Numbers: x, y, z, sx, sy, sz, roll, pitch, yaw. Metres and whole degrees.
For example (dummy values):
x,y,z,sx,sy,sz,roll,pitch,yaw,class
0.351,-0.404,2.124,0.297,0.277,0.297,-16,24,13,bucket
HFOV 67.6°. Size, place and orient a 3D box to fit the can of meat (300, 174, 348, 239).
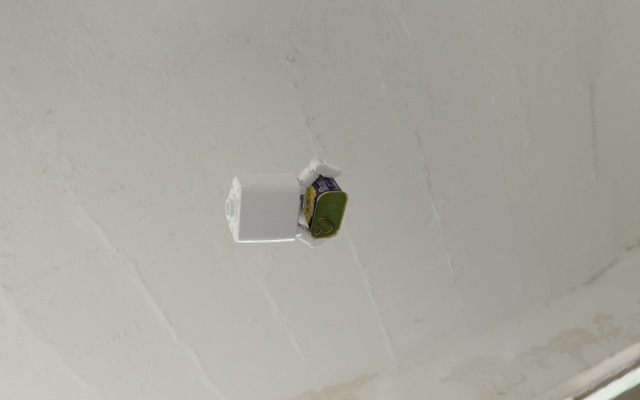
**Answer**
x,y,z,sx,sy,sz,roll,pitch,yaw,class
0.000,0.003,0.857,0.057,0.102,0.084,-4,37,-23,can of meat
